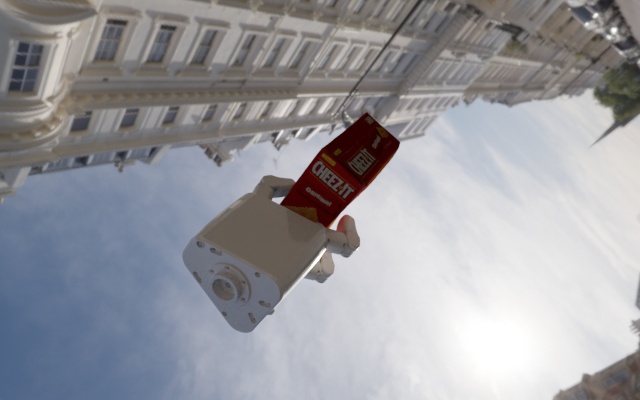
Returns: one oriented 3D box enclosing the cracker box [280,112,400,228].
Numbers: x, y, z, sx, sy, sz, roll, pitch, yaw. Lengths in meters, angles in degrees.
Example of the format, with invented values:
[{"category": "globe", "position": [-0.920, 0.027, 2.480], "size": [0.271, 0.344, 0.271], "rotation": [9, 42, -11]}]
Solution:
[{"category": "cracker box", "position": [0.000, 0.002, 0.629], "size": [0.214, 0.072, 0.164], "rotation": [-50, -2, 33]}]
